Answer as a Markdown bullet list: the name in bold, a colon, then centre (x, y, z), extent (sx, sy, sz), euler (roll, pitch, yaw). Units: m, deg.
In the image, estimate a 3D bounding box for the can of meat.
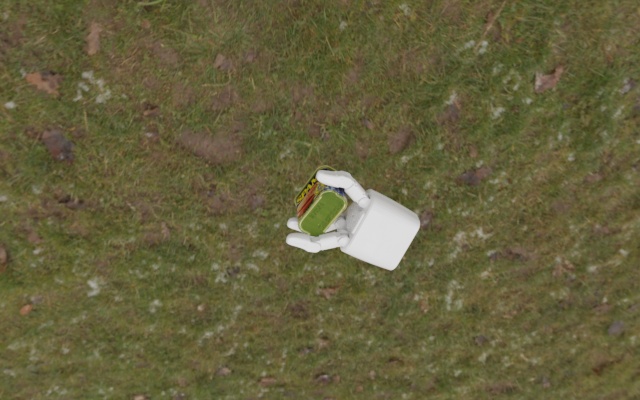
- **can of meat**: centre (0.000, 0.003, 0.835), extent (0.057, 0.102, 0.084), euler (29, 26, -21)
